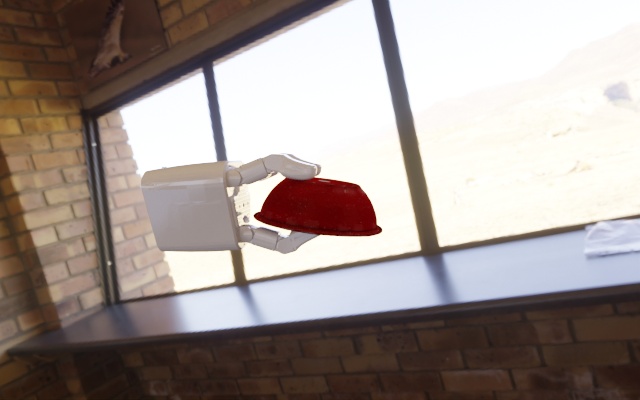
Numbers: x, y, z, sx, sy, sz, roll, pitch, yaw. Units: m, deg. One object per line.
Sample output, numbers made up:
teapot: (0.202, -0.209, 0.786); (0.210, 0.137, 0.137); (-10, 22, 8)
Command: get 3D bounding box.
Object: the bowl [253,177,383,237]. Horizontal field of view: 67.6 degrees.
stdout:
bowl: (0.001, 0.002, 0.590); (0.162, 0.055, 0.162); (7, 7, -1)
